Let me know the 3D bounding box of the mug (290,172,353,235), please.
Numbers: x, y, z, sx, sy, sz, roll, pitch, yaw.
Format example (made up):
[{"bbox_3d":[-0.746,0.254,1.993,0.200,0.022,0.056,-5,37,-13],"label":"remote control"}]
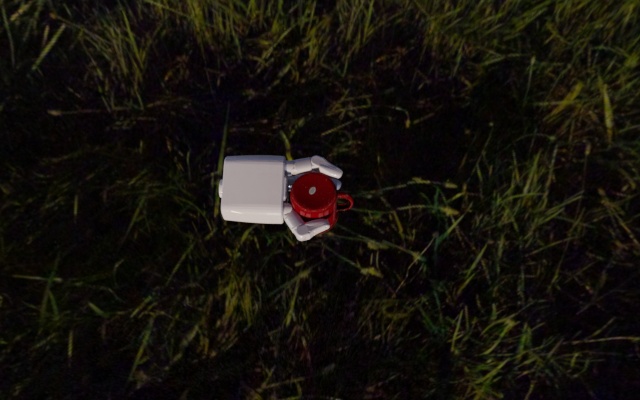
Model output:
[{"bbox_3d":[0.002,0.003,0.848,0.117,0.093,0.081,0,-27,0],"label":"mug"}]
